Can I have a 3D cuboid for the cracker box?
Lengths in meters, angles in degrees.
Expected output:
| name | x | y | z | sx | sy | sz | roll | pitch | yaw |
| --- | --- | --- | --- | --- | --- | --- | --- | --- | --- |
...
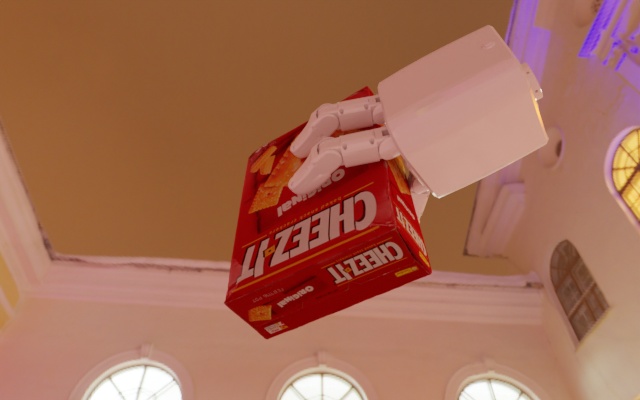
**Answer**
| name | x | y | z | sx | sy | sz | roll | pitch | yaw |
| --- | --- | --- | --- | --- | --- | --- | --- | --- | --- |
| cracker box | 0.000 | 0.002 | 0.460 | 0.164 | 0.213 | 0.072 | -27 | -54 | 20 |
